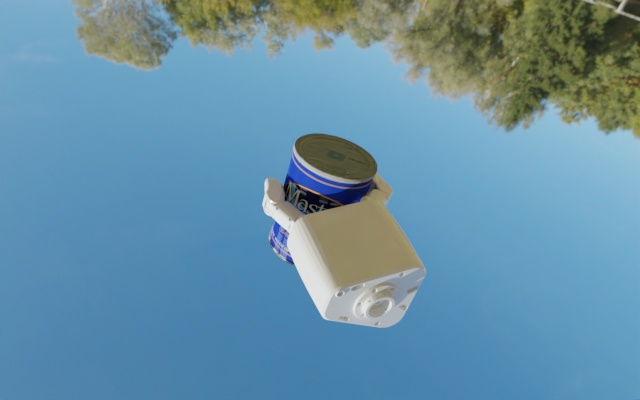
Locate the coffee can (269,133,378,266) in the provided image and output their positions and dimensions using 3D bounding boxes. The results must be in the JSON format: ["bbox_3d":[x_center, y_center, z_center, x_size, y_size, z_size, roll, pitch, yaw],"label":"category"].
[{"bbox_3d":[0.000,0.002,0.599,0.103,0.140,0.102,13,32,-9],"label":"coffee can"}]
